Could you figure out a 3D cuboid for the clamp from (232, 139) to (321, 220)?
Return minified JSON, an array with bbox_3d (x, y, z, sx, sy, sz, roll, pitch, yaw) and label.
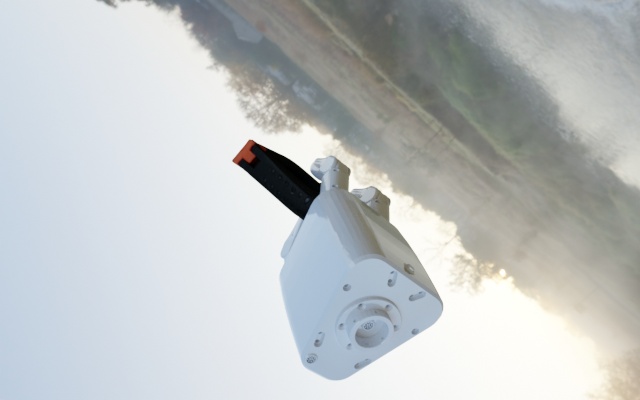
[{"bbox_3d":[-0.001,0.002,0.496,0.210,0.036,0.164,36,11,-25],"label":"clamp"}]
